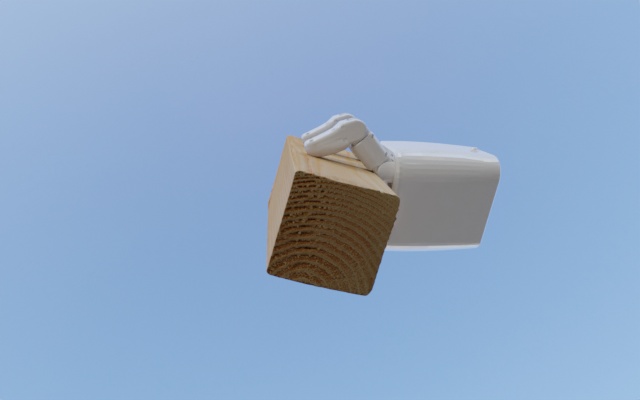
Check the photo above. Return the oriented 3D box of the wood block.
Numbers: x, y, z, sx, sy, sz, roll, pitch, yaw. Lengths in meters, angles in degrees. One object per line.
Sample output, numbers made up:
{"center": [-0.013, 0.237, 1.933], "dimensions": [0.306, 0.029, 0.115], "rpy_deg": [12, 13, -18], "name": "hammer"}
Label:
{"center": [0.000, 0.002, 0.474], "dimensions": [0.090, 0.091, 0.206], "rpy_deg": [14, 13, -9], "name": "wood block"}
